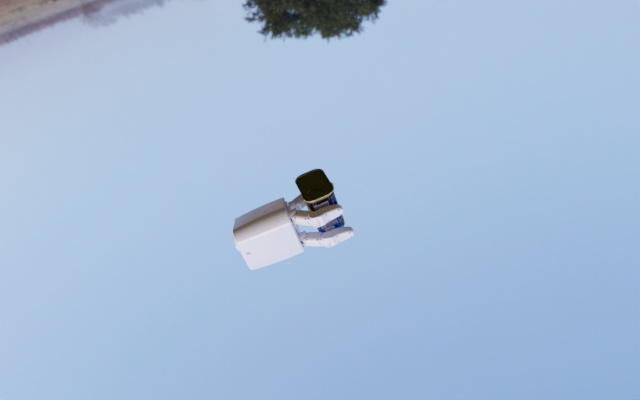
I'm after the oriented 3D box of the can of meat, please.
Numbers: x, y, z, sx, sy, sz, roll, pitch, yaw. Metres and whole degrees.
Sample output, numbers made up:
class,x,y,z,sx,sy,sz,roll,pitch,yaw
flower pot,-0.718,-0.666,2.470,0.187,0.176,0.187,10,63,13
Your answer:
class,x,y,z,sx,sy,sz,roll,pitch,yaw
can of meat,0.000,0.003,0.882,0.057,0.084,0.102,-24,33,-4
